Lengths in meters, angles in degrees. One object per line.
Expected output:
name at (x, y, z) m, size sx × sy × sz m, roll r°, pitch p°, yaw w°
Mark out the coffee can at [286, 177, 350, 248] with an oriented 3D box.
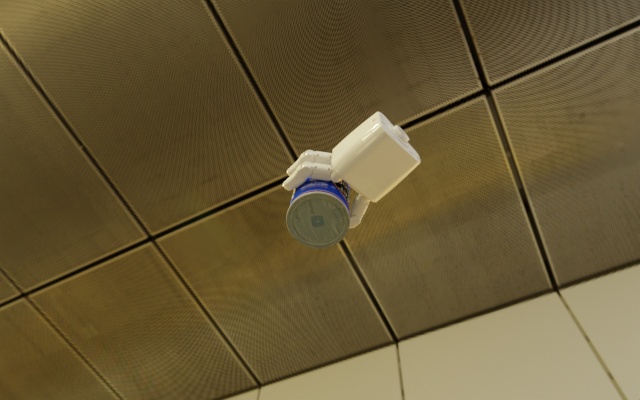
coffee can at (0.000, 0.003, 0.825) m, size 0.103 × 0.103 × 0.140 m, roll 0°, pitch 27°, yaw 4°
